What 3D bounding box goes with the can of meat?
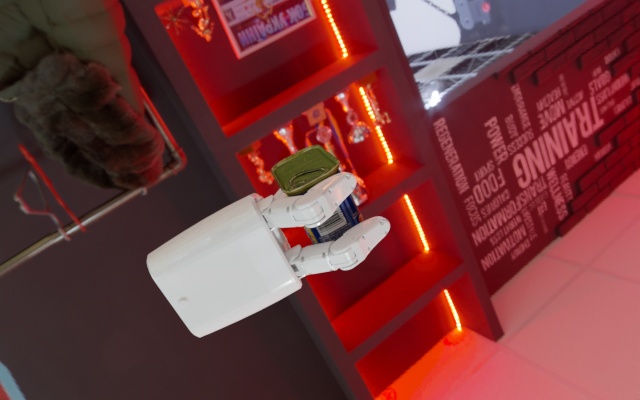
[{"bbox_3d":[0.000,0.002,0.465,0.057,0.084,0.102,-29,22,-5],"label":"can of meat"}]
